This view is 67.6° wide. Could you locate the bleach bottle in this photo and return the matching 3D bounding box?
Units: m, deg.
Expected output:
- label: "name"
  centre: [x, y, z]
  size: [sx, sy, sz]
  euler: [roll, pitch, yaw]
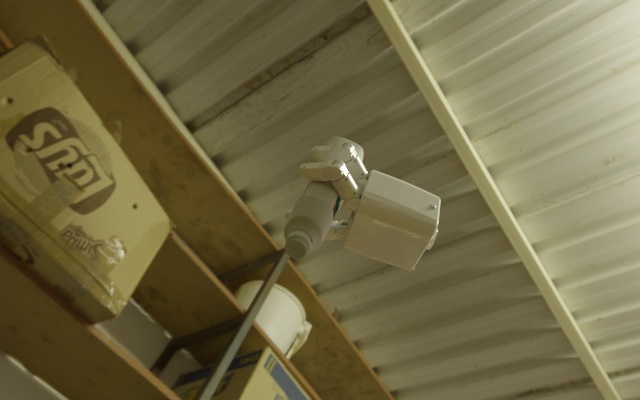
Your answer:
- label: "bleach bottle"
  centre: [0.000, 0.002, 0.676]
  size: [0.068, 0.103, 0.250]
  euler: [22, 34, 3]
